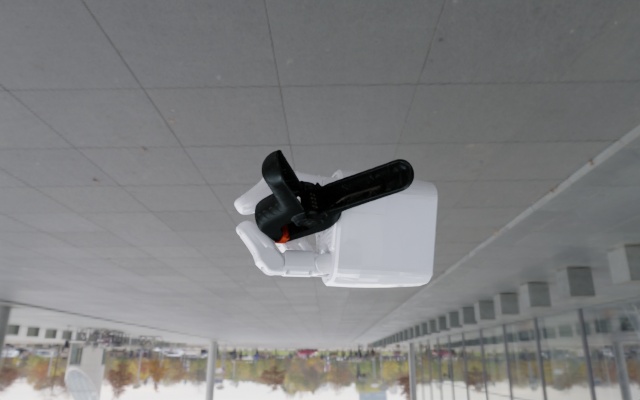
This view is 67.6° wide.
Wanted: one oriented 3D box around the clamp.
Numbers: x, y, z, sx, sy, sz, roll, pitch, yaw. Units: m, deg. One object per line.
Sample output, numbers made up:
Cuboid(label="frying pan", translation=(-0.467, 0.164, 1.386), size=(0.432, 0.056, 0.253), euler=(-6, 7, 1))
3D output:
Cuboid(label="clamp", translation=(0.000, 0.002, 0.413), size=(0.120, 0.039, 0.171), euler=(4, -19, -13))
